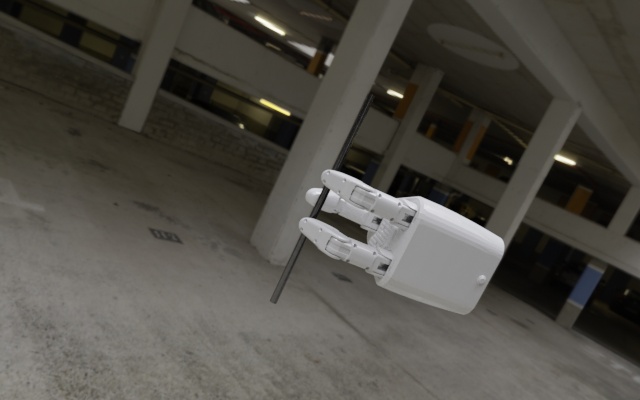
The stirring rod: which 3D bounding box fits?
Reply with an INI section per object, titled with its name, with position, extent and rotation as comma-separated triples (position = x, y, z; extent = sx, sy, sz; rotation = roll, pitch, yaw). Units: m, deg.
[stirring rod]
position = 0.000, 0.002, 0.496
extent = 0.011, 0.239, 0.011
rotation = 25, 9, -4
